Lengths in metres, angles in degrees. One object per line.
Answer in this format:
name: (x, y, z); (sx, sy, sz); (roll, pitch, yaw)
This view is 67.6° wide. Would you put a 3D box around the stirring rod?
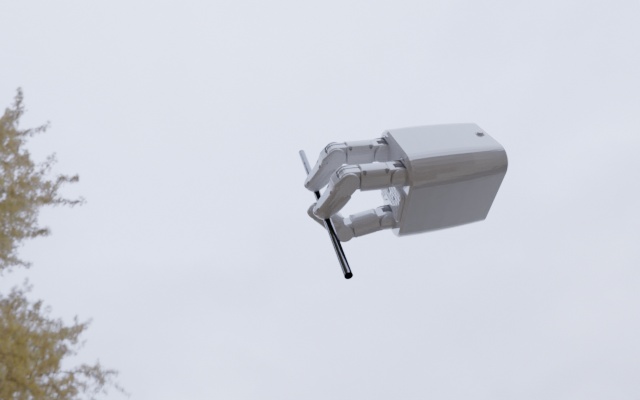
stirring rod: (0.000, 0.002, 0.506); (0.011, 0.011, 0.239); (0, 31, -13)
